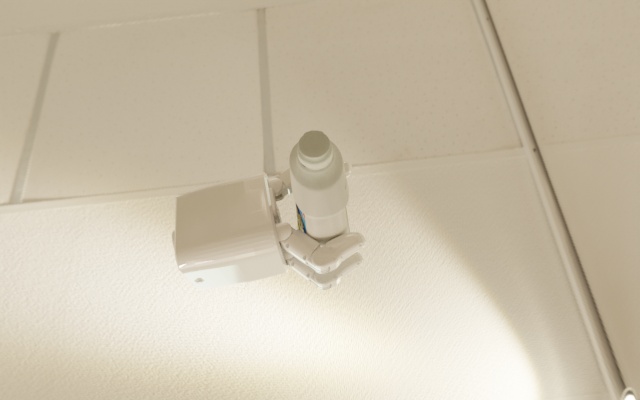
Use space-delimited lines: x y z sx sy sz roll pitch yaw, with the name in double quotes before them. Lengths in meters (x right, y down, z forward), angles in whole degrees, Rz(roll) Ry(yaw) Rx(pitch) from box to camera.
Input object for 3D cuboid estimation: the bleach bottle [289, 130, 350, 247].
"bleach bottle" 0.000 0.002 0.524 0.068 0.102 0.251 -12 -27 -3
